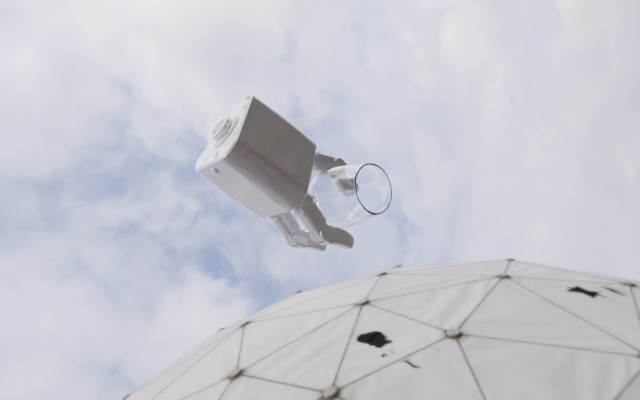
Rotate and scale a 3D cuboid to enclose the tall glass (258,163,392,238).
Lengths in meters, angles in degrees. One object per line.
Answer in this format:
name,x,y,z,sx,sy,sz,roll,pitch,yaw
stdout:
tall glass,0.000,0.002,0.632,0.079,0.079,0.201,0,-9,-40
